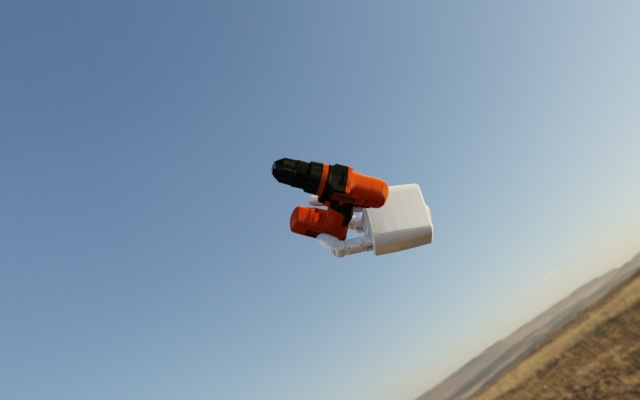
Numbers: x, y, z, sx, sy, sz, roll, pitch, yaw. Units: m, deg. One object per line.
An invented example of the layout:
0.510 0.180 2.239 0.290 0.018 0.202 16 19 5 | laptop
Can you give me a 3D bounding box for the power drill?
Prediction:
0.000 0.003 0.794 0.184 0.057 0.188 15 -28 -6 | power drill
